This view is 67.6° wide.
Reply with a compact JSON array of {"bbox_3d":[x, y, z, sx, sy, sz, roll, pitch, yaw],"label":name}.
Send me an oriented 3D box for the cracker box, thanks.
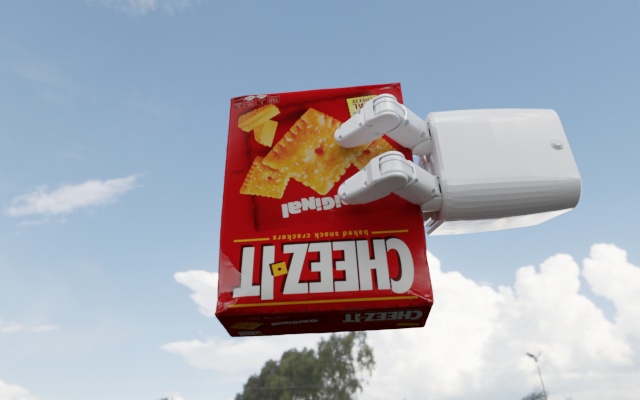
[{"bbox_3d":[0.000,0.001,0.418,0.164,0.213,0.072,-4,-30,2],"label":"cracker box"}]
